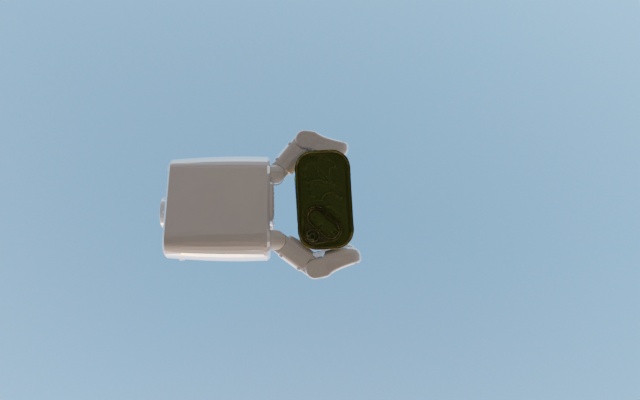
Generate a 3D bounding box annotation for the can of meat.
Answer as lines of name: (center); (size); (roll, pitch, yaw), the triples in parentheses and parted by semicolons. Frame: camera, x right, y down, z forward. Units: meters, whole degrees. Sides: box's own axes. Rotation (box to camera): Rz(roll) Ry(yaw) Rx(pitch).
can of meat: (0.000, 0.002, 0.525); (0.057, 0.102, 0.084); (-3, -4, -6)
